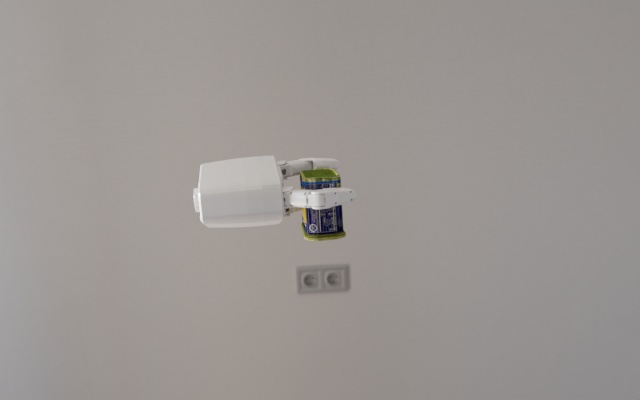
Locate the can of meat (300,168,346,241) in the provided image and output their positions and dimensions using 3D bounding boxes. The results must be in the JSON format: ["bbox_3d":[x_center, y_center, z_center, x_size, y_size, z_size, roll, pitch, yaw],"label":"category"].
[{"bbox_3d":[0.000,0.002,0.666,0.057,0.084,0.102,-5,11,-5],"label":"can of meat"}]
